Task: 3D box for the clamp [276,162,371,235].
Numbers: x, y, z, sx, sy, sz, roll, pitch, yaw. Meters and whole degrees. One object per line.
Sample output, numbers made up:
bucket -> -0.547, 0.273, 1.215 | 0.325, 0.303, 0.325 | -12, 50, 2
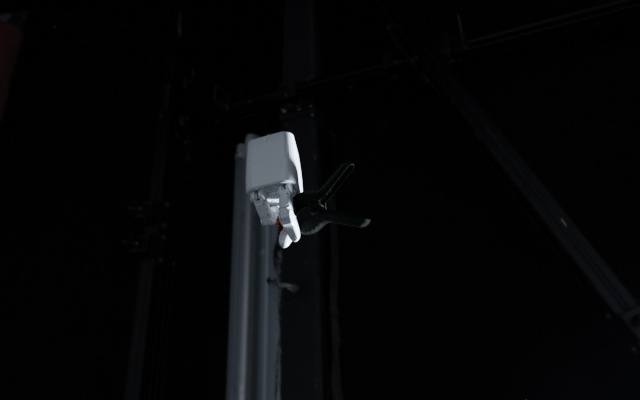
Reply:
clamp -> 0.000, 0.003, 0.846 | 0.171, 0.120, 0.039 | -12, -25, 18
